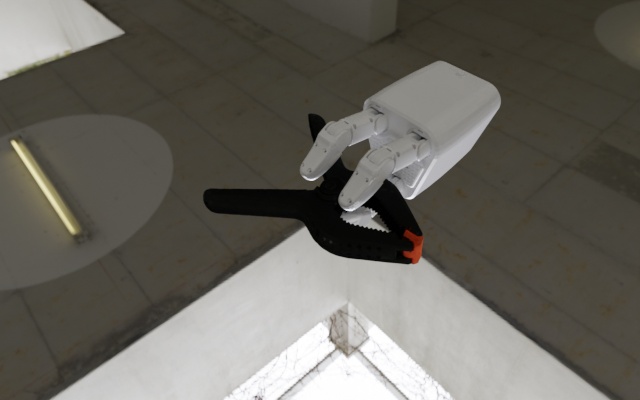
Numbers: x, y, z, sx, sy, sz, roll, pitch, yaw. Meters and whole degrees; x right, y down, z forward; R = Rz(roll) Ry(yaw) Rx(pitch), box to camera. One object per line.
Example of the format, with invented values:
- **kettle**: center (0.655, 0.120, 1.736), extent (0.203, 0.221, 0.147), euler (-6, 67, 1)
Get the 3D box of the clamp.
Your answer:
- **clamp**: center (0.001, 0.002, 0.456), extent (0.164, 0.036, 0.210), euler (-36, 54, -22)
